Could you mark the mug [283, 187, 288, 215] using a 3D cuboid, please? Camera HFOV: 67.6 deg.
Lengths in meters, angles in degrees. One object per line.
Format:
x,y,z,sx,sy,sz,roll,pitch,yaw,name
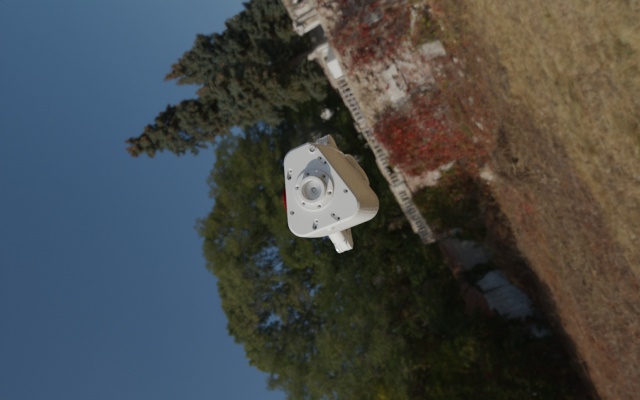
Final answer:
0.000,0.002,0.730,0.081,0.093,0.117,-22,-9,15,mug
